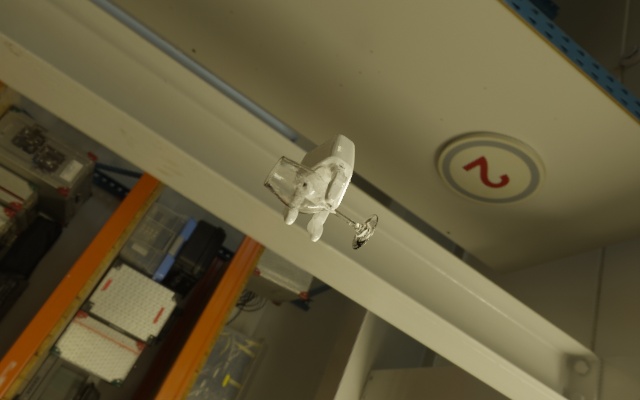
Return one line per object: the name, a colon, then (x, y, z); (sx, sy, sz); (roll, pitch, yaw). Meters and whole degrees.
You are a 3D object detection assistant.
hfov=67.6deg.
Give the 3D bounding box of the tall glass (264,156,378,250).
tall glass: (0.001, 0.003, 0.839); (0.201, 0.079, 0.079); (34, -9, -13)
